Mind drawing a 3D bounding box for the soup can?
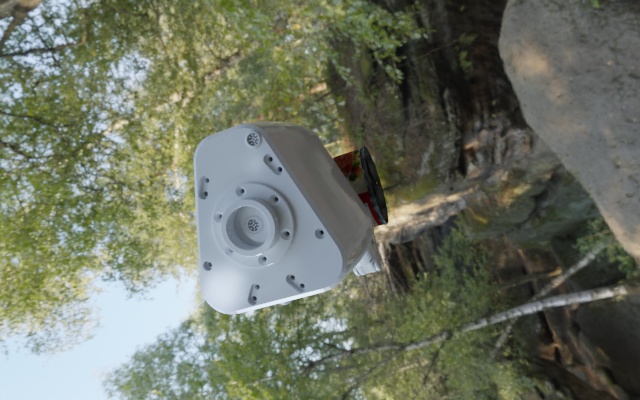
[{"bbox_3d":[0.000,0.001,0.412,0.102,0.068,0.068,-17,-4,14],"label":"soup can"}]
